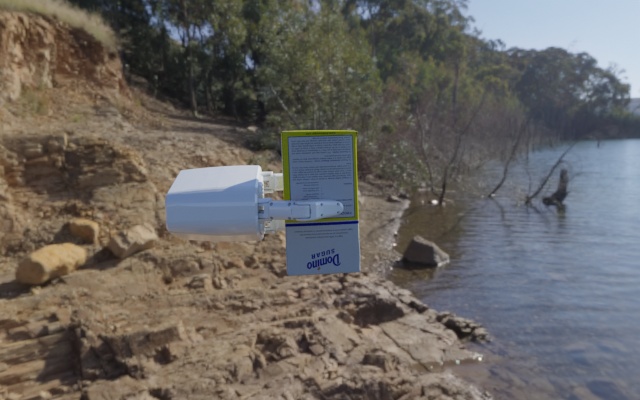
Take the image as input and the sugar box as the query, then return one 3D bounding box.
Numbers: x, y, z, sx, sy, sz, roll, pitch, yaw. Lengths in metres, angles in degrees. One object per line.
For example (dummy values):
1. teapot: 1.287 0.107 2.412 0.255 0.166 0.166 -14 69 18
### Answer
1. sugar box: 0.000 0.002 0.595 0.093 0.176 0.048 -2 8 -4
